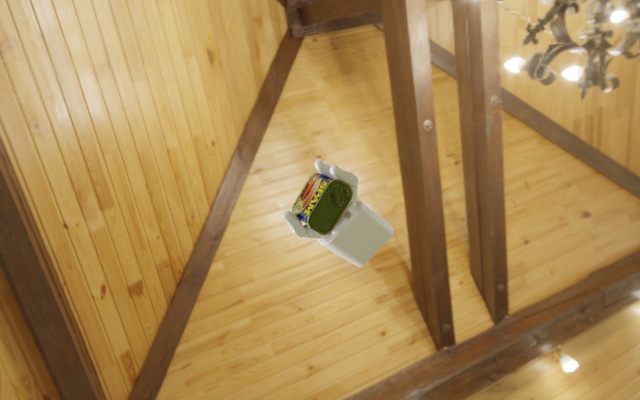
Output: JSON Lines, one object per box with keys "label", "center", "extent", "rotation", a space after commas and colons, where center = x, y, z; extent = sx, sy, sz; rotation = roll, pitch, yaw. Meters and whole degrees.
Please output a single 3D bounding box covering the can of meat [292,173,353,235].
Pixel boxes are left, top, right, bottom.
{"label": "can of meat", "center": [0.000, 0.003, 0.882], "extent": [0.057, 0.102, 0.084], "rotation": [33, -2, -30]}
